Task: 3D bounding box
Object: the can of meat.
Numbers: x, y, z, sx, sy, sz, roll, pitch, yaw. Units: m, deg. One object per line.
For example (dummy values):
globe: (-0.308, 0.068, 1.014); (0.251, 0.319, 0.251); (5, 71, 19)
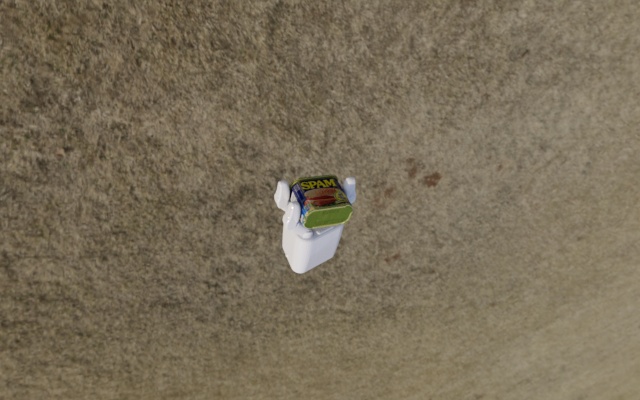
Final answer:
can of meat: (0.000, 0.003, 0.889); (0.102, 0.057, 0.084); (-7, 47, -24)
